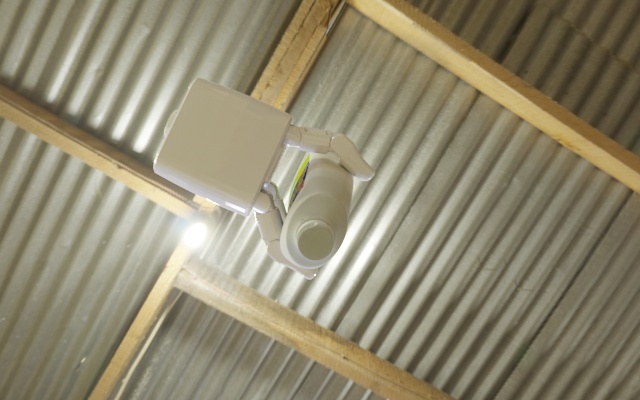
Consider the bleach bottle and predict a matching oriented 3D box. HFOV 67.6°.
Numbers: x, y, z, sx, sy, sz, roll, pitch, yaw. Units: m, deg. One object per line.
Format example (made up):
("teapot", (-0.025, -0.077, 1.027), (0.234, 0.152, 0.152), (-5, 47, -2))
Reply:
("bleach bottle", (0.000, 0.002, 0.492), (0.068, 0.102, 0.250), (24, 10, -4))
